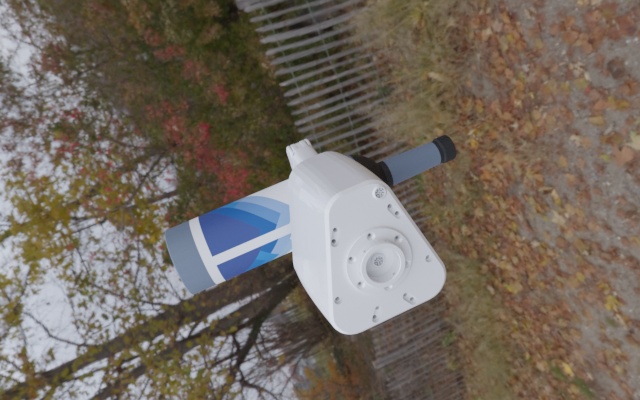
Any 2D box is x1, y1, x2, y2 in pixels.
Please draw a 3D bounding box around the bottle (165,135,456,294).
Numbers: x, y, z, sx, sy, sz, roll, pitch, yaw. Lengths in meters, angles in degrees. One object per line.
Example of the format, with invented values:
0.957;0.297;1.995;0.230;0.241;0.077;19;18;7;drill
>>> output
0.000;0.002;0.474;0.295;0.069;0.069;-23;3;-8;bottle
